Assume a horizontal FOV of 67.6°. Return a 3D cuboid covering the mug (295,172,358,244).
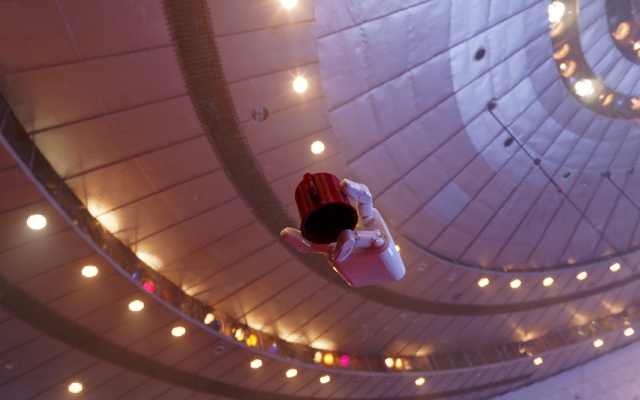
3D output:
[{"bbox_3d":[-0.001,0.002,0.756,0.093,0.081,0.117,-27,-45,8],"label":"mug"}]
